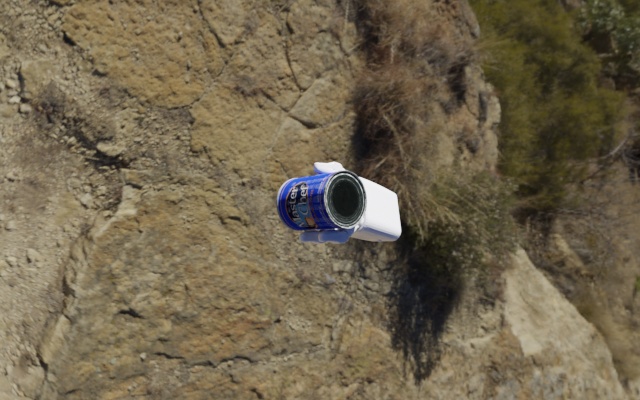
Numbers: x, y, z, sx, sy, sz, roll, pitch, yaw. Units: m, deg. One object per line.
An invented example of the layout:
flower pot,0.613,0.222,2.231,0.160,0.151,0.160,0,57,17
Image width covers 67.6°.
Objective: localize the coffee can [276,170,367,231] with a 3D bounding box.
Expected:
coffee can,0.000,0.003,0.877,0.103,0.103,0.140,0,-4,-40
